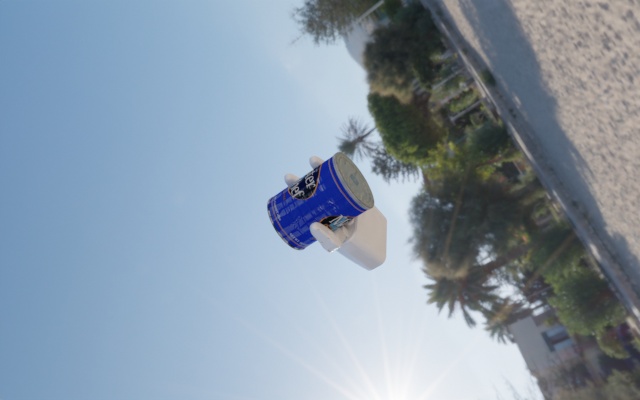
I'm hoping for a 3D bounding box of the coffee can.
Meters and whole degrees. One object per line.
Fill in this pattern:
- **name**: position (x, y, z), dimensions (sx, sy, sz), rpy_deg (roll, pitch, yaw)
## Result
- **coffee can**: position (0.000, 0.002, 0.765), dimensions (0.140, 0.102, 0.103), rpy_deg (-33, -13, 21)
